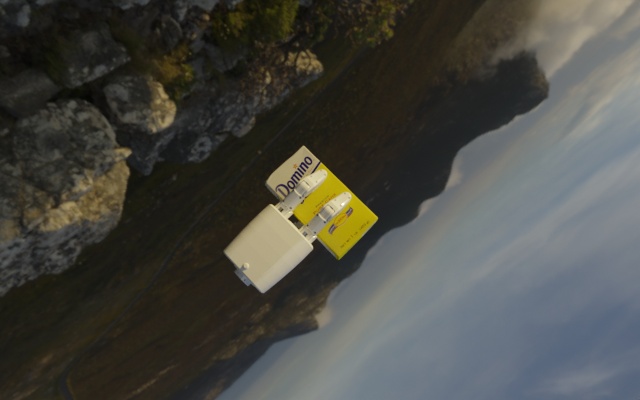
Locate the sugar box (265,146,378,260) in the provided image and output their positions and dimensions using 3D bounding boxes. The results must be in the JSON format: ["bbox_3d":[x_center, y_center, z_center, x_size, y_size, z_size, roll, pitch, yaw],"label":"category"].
[{"bbox_3d":[0.000,0.003,0.788,0.093,0.176,0.048,-44,-9,-9],"label":"sugar box"}]
